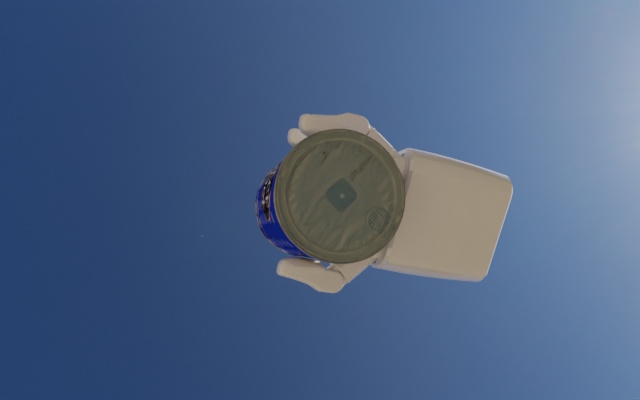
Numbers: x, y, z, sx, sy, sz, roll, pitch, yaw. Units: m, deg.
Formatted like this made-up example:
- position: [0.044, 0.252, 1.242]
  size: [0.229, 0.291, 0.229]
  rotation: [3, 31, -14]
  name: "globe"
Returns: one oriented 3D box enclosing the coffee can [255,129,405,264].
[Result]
- position: [0.000, 0.001, 0.425]
  size: [0.103, 0.103, 0.140]
  rotation: [0, -4, -14]
  name: "coffee can"
